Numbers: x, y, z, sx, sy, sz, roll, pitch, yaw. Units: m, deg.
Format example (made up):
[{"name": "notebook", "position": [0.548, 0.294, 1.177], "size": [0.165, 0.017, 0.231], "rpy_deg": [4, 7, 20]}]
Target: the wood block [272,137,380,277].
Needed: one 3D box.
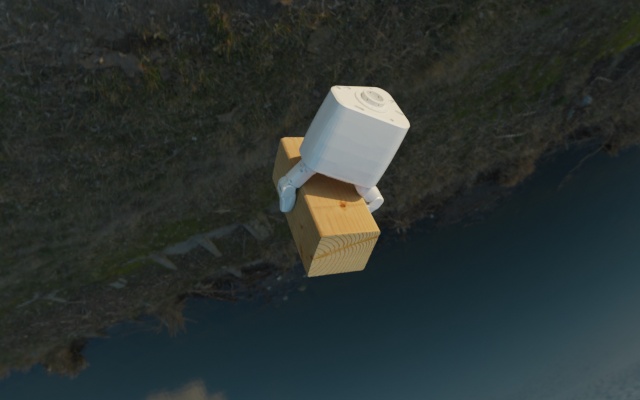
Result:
[{"name": "wood block", "position": [0.000, 0.002, 0.724], "size": [0.091, 0.090, 0.206], "rpy_deg": [-3, 46, -22]}]
